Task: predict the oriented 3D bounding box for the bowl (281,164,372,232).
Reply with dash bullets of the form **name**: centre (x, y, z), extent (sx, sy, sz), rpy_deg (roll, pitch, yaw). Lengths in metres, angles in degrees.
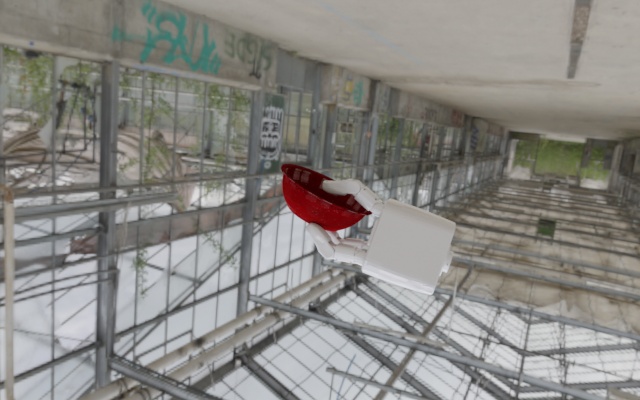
- **bowl**: centre (-0.001, 0.002, 0.759), extent (0.162, 0.055, 0.162), rpy_deg (26, 14, -7)
